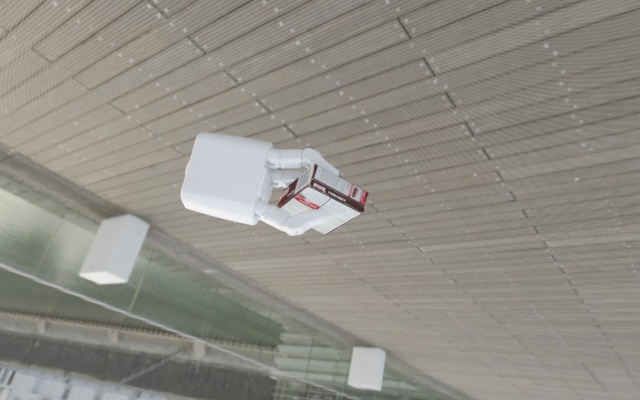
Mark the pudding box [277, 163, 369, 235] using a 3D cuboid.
[{"bbox_3d":[0.000,0.002,0.679,0.090,0.039,0.113,26,-29,-18],"label":"pudding box"}]
